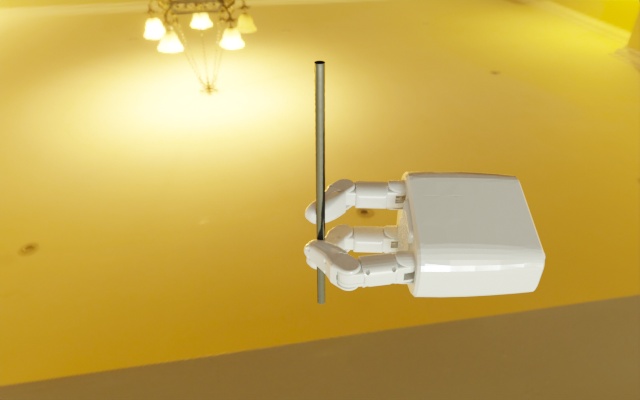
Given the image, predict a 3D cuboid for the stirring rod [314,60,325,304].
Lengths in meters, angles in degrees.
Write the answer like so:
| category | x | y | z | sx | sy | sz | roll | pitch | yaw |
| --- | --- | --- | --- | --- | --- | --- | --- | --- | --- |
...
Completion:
| category | x | y | z | sx | sy | sz | roll | pitch | yaw |
| --- | --- | --- | --- | --- | --- | --- | --- | --- | --- |
| stirring rod | 0.000 | 0.001 | 0.406 | 0.011 | 0.240 | 0.011 | 0 | 35 | 0 |
